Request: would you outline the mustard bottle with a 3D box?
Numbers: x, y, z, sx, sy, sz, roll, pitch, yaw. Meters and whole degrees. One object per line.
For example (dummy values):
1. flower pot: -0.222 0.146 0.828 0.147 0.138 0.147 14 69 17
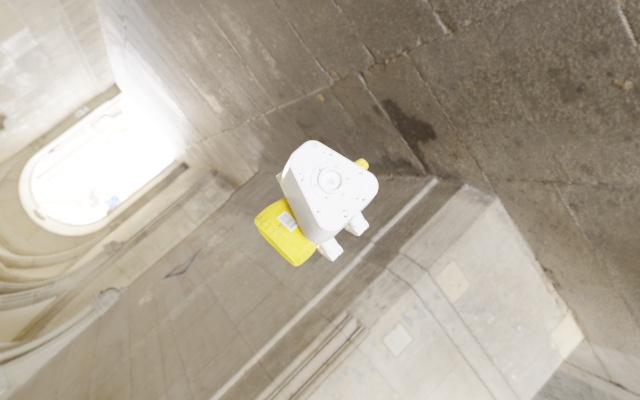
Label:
1. mustard bottle: 0.000 0.003 0.722 0.096 0.191 0.058 41 -15 26
